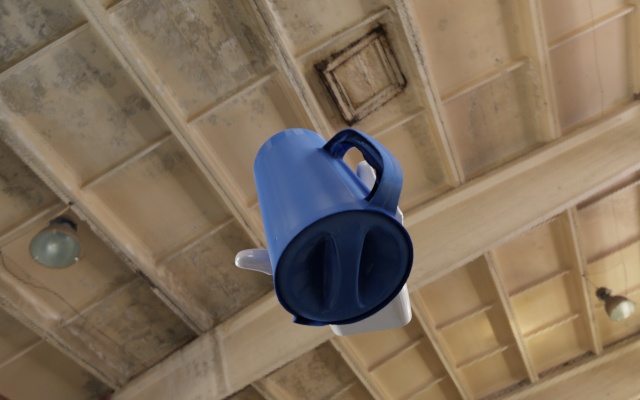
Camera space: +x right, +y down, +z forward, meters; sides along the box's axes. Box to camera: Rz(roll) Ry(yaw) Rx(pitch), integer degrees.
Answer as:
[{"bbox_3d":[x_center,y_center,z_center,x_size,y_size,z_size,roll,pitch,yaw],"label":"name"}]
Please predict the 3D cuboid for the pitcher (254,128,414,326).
[{"bbox_3d":[0.000,0.002,0.526,0.149,0.145,0.242,-22,33,-3],"label":"pitcher"}]
